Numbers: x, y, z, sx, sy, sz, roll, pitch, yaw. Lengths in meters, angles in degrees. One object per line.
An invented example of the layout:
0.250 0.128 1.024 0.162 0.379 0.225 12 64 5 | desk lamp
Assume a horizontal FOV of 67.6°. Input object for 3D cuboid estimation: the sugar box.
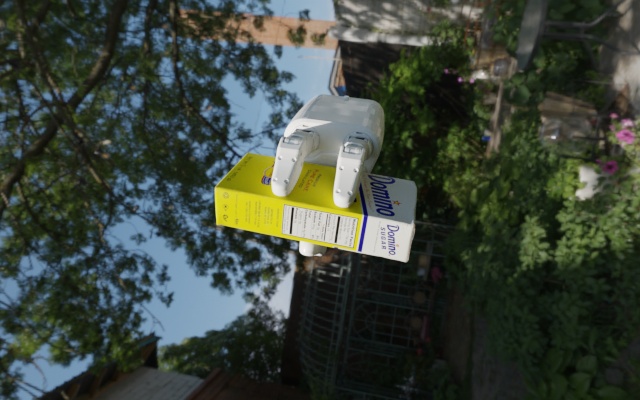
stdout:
0.000 0.001 0.450 0.176 0.048 0.093 8 28 8 | sugar box
